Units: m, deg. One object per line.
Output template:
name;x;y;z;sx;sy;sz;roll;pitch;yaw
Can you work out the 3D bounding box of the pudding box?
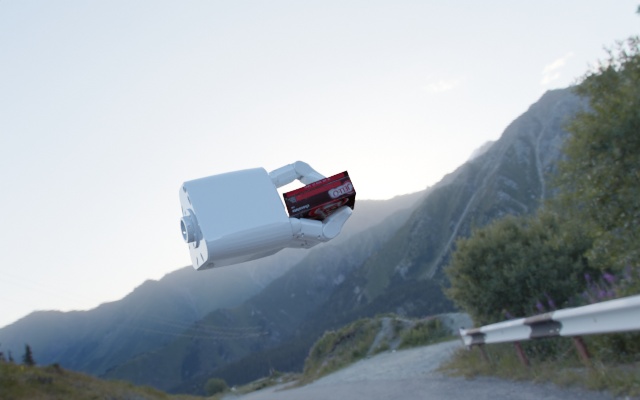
pudding box;0.000;0.002;0.642;0.090;0.039;0.113;-19;-10;-2
